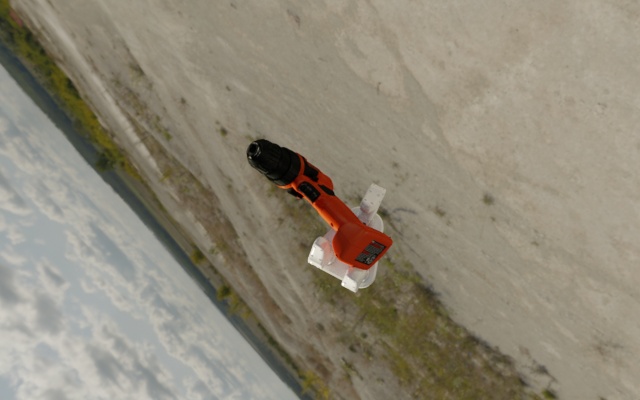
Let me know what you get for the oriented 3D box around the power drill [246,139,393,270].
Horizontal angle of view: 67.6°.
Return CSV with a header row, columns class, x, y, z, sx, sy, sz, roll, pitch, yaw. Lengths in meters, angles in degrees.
class,x,y,z,sx,sy,sz,roll,pitch,yaw
power drill,0.000,0.002,0.629,0.187,0.057,0.184,49,13,31
